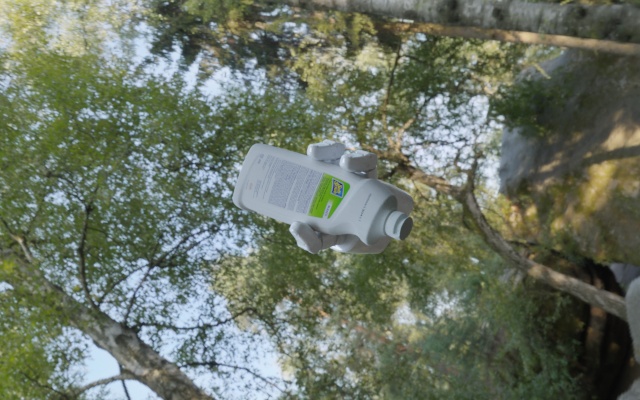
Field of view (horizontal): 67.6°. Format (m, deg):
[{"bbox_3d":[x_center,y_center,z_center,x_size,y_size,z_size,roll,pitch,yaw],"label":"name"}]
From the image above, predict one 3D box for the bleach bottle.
[{"bbox_3d":[0.000,0.002,0.615,0.250,0.102,0.068,22,5,35],"label":"bleach bottle"}]
